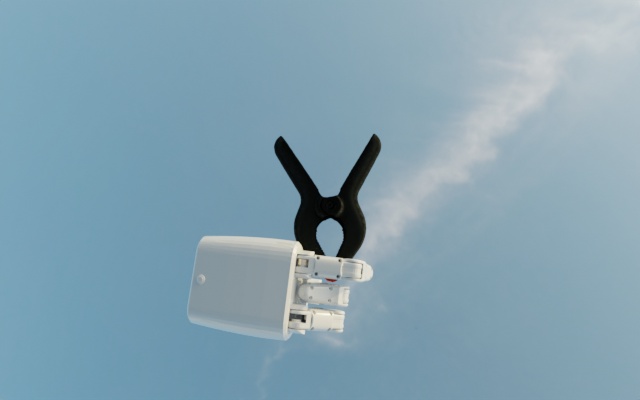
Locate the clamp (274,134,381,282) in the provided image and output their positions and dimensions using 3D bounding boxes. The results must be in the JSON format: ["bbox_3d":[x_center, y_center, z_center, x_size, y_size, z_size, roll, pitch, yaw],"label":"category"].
[{"bbox_3d":[0.000,0.002,0.530,0.120,0.171,0.039,6,-13,7],"label":"clamp"}]
